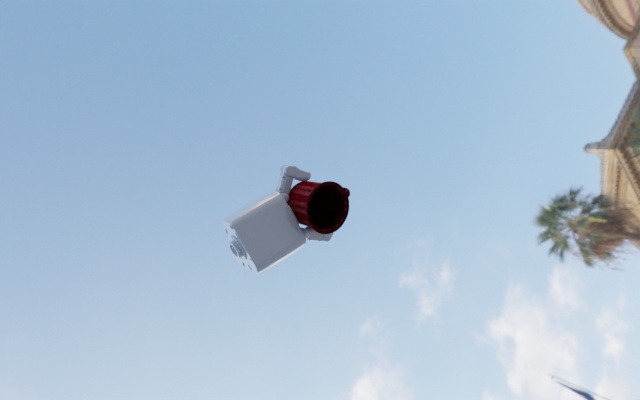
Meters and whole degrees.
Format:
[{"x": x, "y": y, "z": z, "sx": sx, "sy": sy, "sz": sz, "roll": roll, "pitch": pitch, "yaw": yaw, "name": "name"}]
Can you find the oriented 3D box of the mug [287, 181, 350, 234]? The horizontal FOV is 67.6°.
[{"x": 0.001, "y": 0.002, "z": 0.865, "sx": 0.117, "sy": 0.093, "sz": 0.081, "roll": -30, "pitch": 23, "yaw": -28, "name": "mug"}]
